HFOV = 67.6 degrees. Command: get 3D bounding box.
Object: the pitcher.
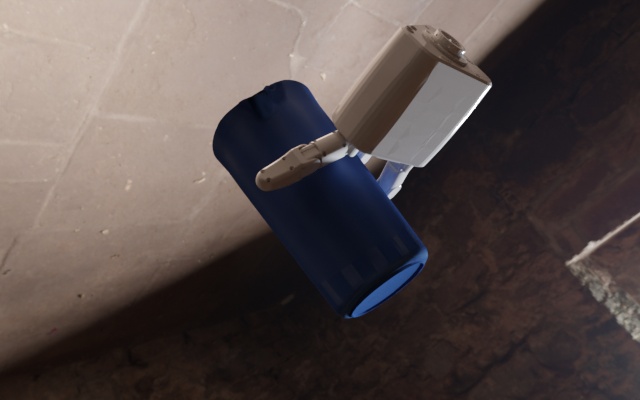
[{"bbox_3d":[0.000,0.002,0.517,0.149,0.242,0.145,-7,-37,-49],"label":"pitcher"}]
